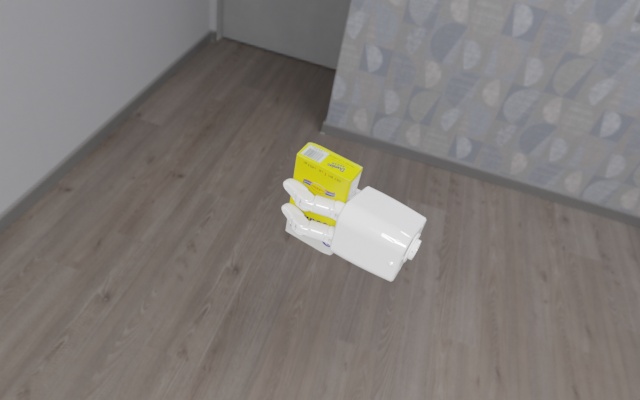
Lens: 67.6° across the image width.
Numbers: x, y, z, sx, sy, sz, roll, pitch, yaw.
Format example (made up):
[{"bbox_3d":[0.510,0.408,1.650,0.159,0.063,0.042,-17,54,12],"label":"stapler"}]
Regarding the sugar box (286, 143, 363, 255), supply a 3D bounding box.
[{"bbox_3d":[0.000,0.003,0.745,0.093,0.176,0.048,28,46,16],"label":"sugar box"}]
